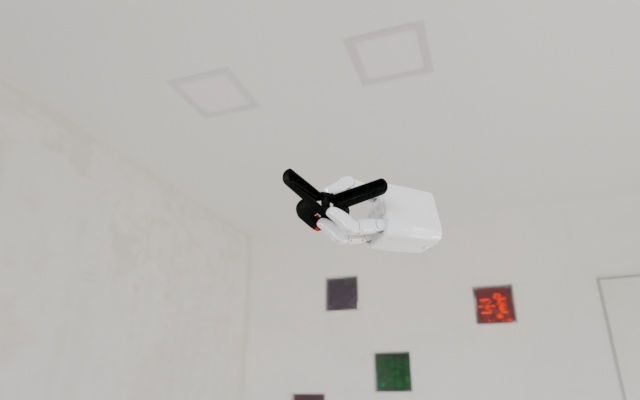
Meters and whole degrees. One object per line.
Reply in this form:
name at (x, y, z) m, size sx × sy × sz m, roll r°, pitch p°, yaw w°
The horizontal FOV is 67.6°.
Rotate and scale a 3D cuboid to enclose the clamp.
clamp at (0.000, 0.002, 0.814) m, size 0.164 × 0.036 × 0.210 m, roll 10°, pitch -25°, yaw -14°
